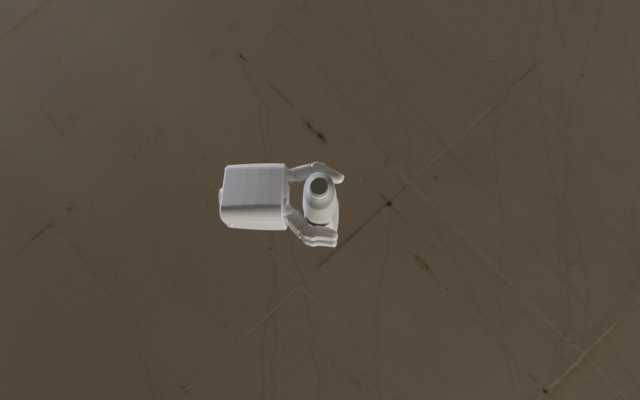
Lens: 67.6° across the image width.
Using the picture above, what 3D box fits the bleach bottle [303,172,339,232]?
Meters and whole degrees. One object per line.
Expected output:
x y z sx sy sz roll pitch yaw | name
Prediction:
0.000 0.003 0.839 0.068 0.102 0.251 1 -15 1 | bleach bottle
